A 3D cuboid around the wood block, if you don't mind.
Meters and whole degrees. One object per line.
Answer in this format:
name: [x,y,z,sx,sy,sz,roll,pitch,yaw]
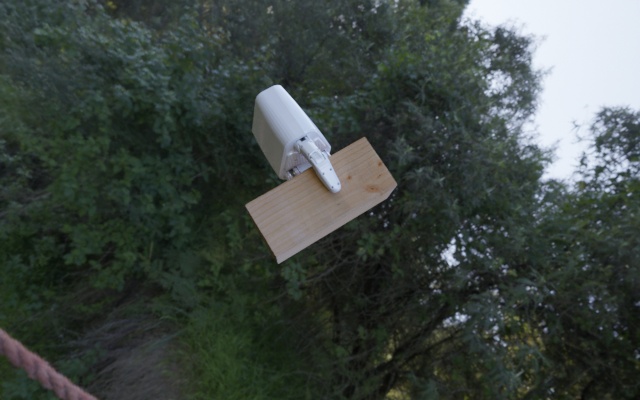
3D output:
wood block: [0.000,0.002,0.728,0.206,0.090,0.091,-31,-11,-9]
